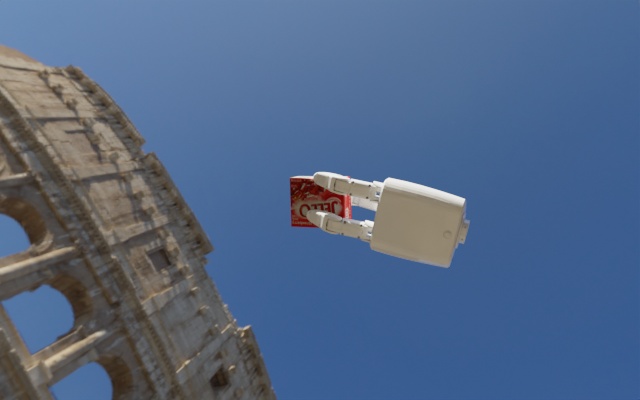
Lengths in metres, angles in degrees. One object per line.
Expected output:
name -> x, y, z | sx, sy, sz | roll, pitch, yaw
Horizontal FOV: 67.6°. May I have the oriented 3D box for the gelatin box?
gelatin box -> 0.000, 0.002, 0.690 | 0.089, 0.073, 0.030 | 2, 7, 26
